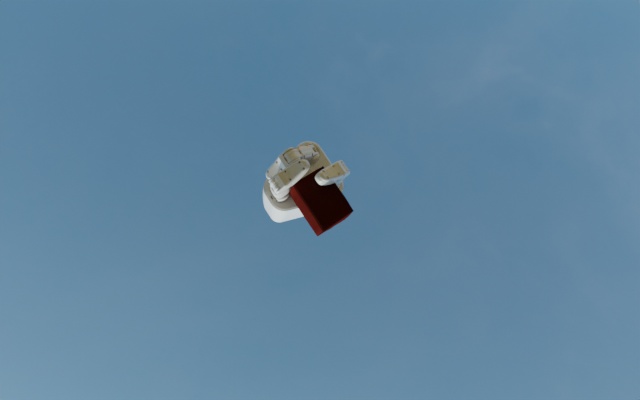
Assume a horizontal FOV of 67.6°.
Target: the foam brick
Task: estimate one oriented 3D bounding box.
[{"bbox_3d":[0.000,0.002,0.664,0.053,0.078,0.051,-31,-8,-15],"label":"foam brick"}]
